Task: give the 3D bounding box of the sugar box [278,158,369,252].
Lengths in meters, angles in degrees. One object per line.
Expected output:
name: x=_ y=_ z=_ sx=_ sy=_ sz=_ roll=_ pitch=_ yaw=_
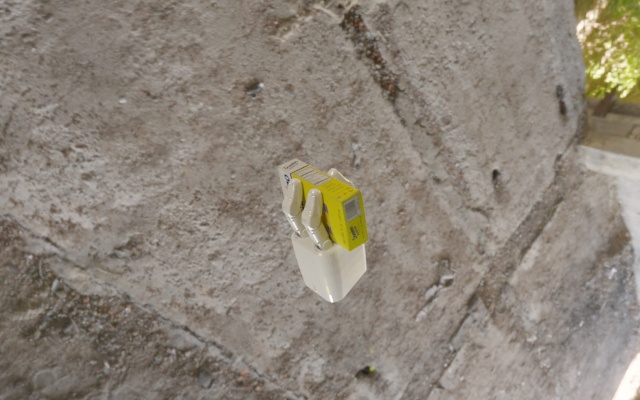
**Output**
sugar box: x=0.000 y=0.003 z=0.761 sx=0.048 sy=0.093 sz=0.176 roll=-29 pitch=34 yaw=-28
